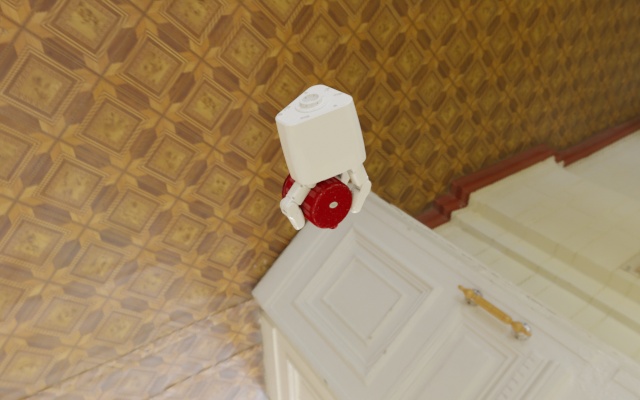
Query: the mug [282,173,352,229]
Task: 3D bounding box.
[{"bbox_3d":[0.001,0.004,0.782,0.093,0.117,0.081,-34,42,-19],"label":"mug"}]
